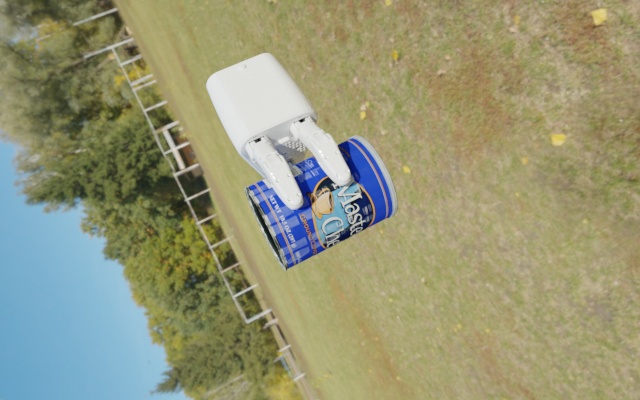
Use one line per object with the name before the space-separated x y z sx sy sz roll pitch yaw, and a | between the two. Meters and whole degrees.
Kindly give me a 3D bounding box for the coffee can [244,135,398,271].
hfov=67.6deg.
coffee can | 0.000 0.002 0.536 0.140 0.103 0.103 -26 6 -12
